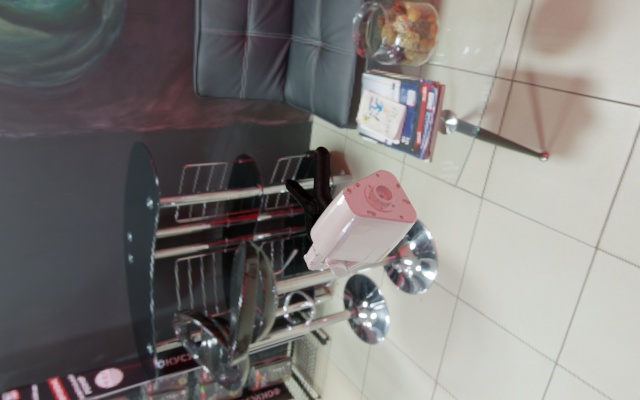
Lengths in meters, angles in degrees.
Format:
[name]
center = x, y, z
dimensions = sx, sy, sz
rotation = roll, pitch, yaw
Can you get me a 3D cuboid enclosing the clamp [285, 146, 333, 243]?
[clamp]
center = 0.000, 0.003, 0.763
dimensions = 0.039, 0.171, 0.120
rotation = -8, -32, -33
